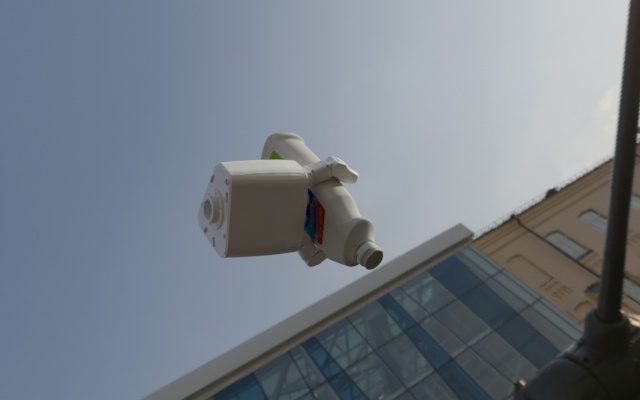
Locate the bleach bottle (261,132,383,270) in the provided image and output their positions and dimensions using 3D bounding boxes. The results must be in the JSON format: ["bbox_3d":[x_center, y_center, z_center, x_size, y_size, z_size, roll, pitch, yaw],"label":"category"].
[{"bbox_3d":[0.000,0.002,0.654,0.068,0.103,0.250,-4,32,-36],"label":"bleach bottle"}]
